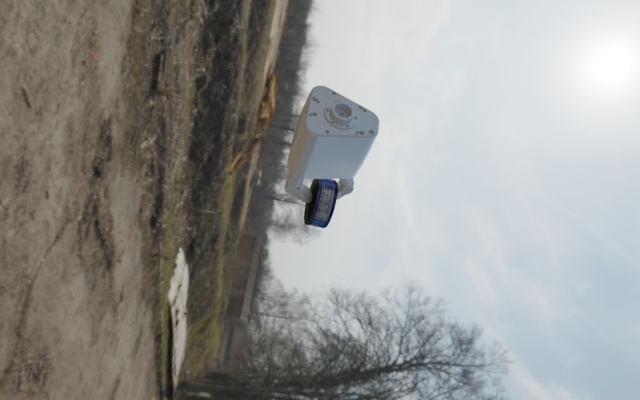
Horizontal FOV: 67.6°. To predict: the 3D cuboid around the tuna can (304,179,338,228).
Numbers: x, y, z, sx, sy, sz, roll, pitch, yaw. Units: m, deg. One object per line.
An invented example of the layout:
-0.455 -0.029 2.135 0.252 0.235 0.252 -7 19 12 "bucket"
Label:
0.001 0.003 0.798 0.034 0.086 0.086 13 -3 -12 "tuna can"
